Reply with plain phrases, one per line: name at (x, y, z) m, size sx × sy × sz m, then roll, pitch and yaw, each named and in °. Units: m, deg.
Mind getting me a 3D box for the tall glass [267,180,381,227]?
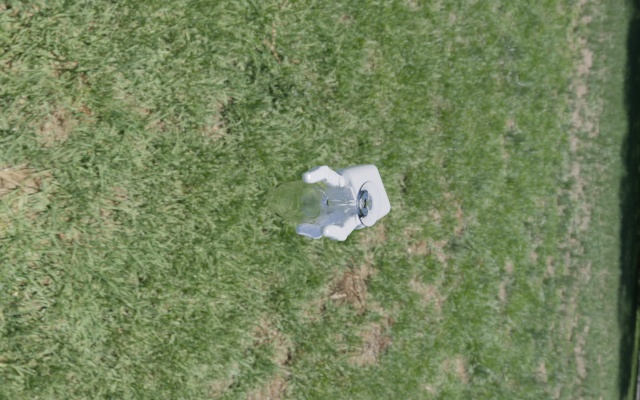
tall glass at (0.001, 0.003, 0.833) m, size 0.201 × 0.079 × 0.079 m, roll 2°, pitch 1°, yaw 37°
